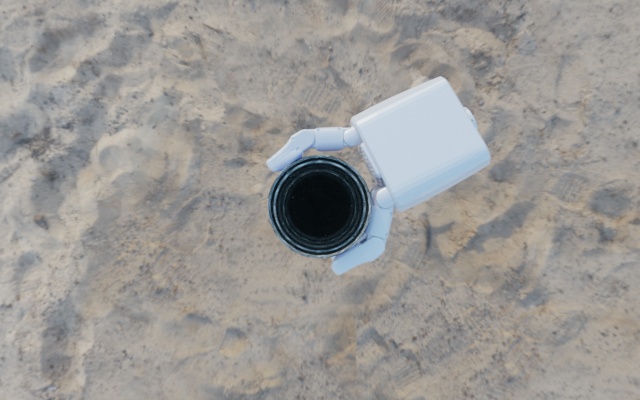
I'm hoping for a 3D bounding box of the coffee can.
[{"bbox_3d":[0.000,0.002,0.535,0.103,0.103,0.140,0,4,1],"label":"coffee can"}]
